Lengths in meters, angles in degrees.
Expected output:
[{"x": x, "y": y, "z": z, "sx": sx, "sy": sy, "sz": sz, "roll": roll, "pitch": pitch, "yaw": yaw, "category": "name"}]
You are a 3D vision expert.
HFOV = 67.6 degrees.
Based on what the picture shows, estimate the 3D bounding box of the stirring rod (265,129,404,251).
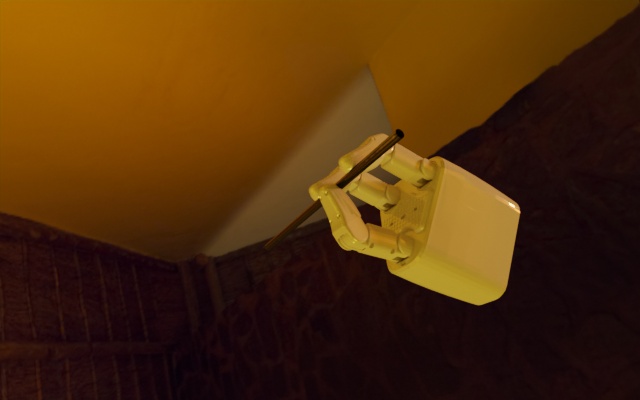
[{"x": 0.000, "y": 0.001, "z": 0.445, "sx": 0.011, "sy": 0.011, "sz": 0.240, "roll": 0, "pitch": -25, "yaw": -33, "category": "stirring rod"}]
